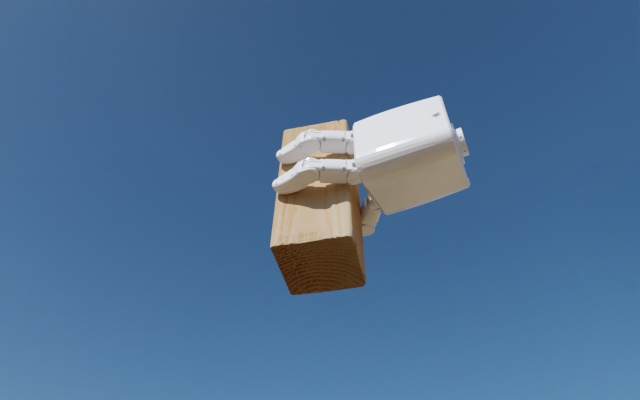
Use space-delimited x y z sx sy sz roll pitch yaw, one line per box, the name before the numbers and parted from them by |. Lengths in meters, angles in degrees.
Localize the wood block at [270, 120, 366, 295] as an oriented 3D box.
wood block | 0.001 0.002 0.588 0.090 0.091 0.206 -9 43 10
